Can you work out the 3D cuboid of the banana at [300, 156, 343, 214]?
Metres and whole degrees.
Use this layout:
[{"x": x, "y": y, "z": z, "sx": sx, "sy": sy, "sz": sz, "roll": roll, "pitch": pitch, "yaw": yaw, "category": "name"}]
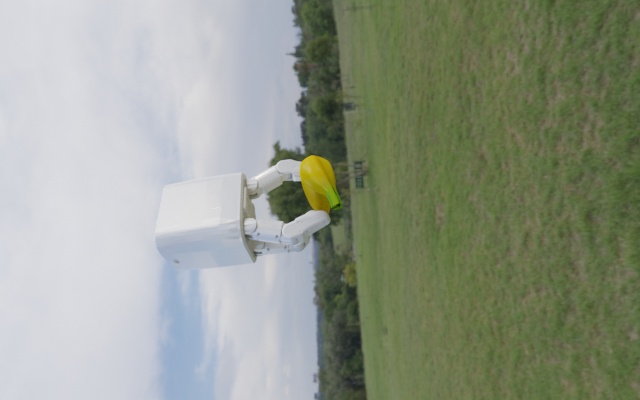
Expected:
[{"x": -0.003, "y": -0.017, "z": 0.577, "sx": 0.037, "sy": 0.069, "sz": 0.198, "roll": -11, "pitch": -3, "yaw": -2, "category": "banana"}]
